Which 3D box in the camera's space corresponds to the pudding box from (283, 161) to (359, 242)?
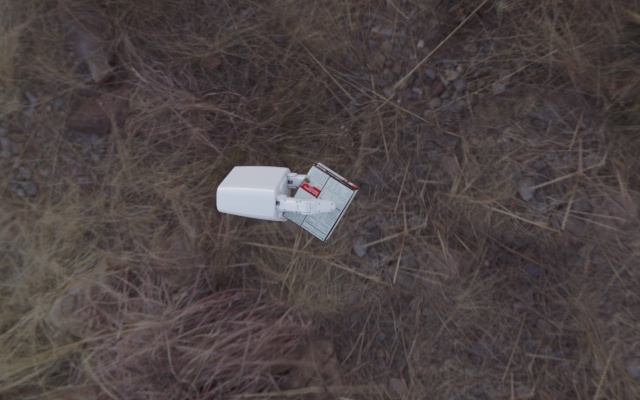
[{"bbox_3d":[0.000,0.003,0.833,0.090,0.113,0.039,33,17,5],"label":"pudding box"}]
